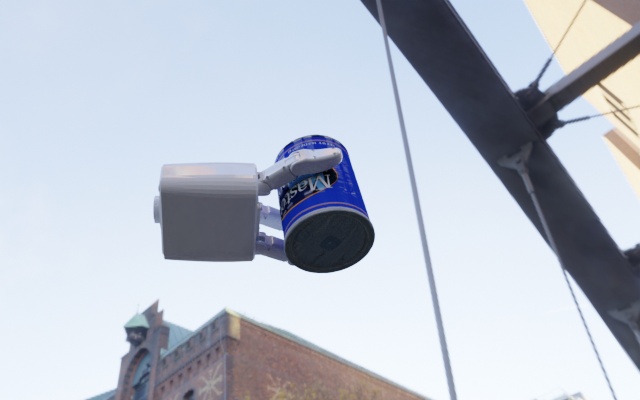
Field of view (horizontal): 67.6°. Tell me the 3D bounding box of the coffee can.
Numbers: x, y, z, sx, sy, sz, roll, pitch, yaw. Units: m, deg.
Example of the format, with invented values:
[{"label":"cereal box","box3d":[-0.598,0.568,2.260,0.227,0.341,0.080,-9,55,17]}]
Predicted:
[{"label":"coffee can","box3d":[0.000,0.002,0.578,0.103,0.103,0.140,0,42,-12]}]
